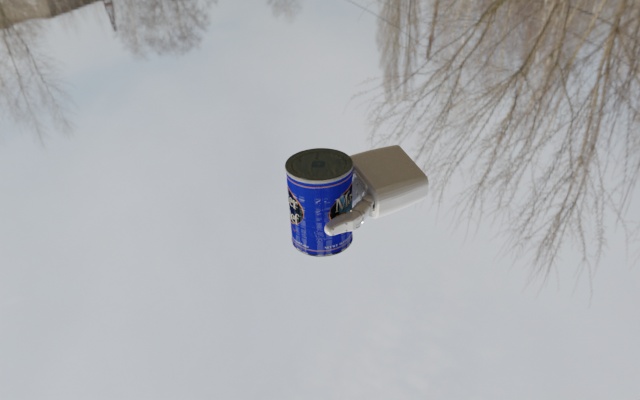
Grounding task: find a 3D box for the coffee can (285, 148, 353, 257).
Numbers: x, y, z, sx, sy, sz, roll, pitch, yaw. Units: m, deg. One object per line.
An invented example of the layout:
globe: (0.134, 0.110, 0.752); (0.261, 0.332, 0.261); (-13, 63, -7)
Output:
coffee can: (0.000, 0.002, 0.752); (0.103, 0.140, 0.102); (-2, 33, 1)
